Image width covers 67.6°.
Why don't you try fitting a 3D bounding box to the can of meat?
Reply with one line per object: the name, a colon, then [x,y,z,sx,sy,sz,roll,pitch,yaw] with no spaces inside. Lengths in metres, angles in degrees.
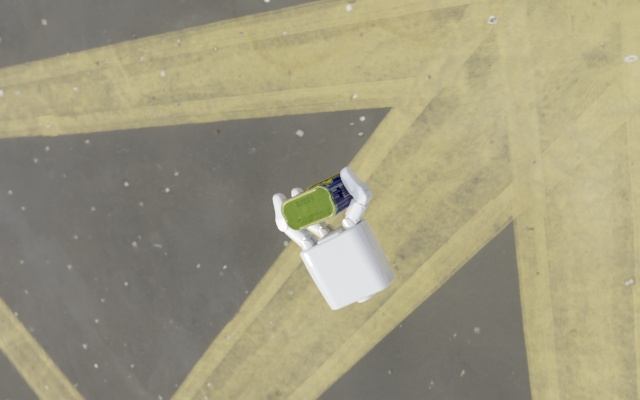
can of meat: [0.000,0.002,0.740,0.102,0.057,0.084,-23,4,34]
